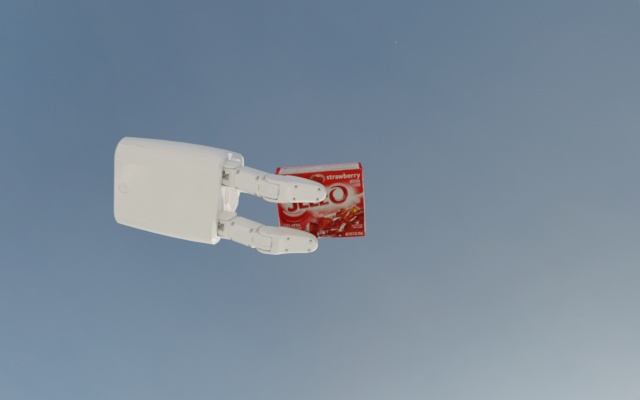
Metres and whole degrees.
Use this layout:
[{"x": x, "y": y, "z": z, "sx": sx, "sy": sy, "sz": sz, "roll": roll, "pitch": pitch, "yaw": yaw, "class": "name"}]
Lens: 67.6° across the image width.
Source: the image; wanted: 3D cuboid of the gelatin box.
[{"x": 0.000, "y": 0.001, "z": 0.490, "sx": 0.089, "sy": 0.073, "sz": 0.030, "roll": -4, "pitch": 20, "yaw": 2, "class": "gelatin box"}]
